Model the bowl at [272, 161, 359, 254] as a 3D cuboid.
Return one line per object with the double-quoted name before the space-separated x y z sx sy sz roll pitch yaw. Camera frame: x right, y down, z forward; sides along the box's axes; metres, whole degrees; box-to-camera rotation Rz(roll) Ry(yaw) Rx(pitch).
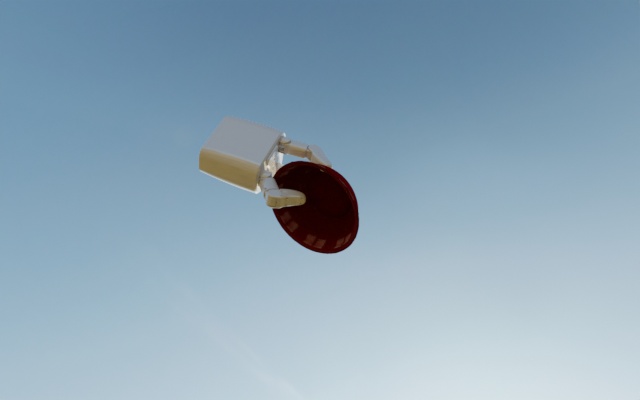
"bowl" 0.001 0.003 0.755 0.162 0.162 0.055 0 26 35
